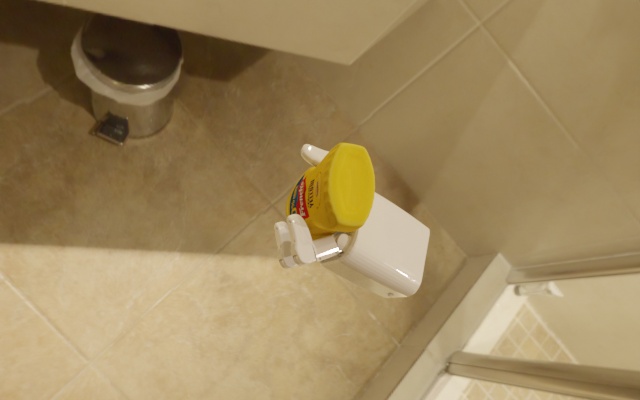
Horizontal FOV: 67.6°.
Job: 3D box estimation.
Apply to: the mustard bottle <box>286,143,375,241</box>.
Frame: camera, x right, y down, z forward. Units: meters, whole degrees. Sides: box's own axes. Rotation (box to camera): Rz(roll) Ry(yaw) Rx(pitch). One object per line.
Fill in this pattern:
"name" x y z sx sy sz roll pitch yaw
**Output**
"mustard bottle" 0.000 0.002 0.598 0.058 0.096 0.192 6 -15 -21
